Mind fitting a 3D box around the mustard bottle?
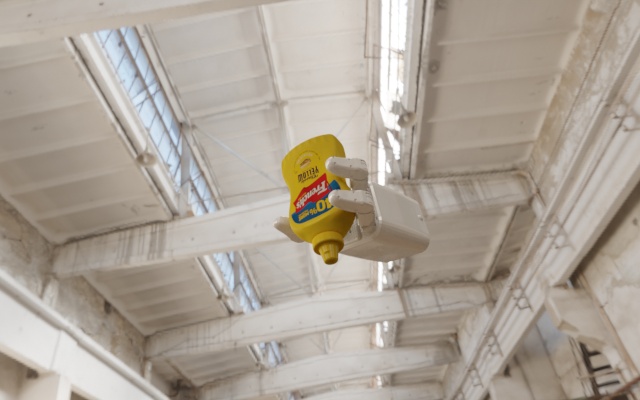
[{"bbox_3d":[0.000,0.002,0.654,0.096,0.191,0.058,-25,-39,19],"label":"mustard bottle"}]
